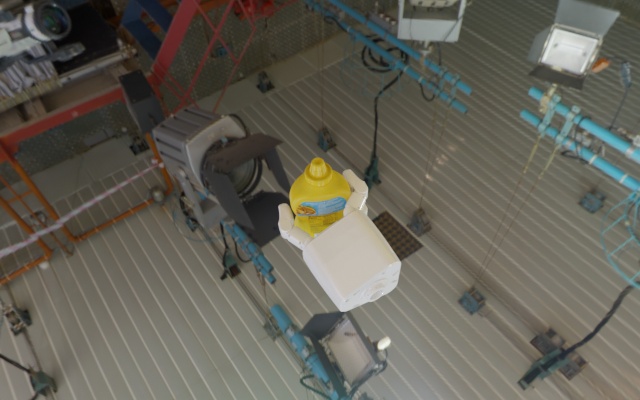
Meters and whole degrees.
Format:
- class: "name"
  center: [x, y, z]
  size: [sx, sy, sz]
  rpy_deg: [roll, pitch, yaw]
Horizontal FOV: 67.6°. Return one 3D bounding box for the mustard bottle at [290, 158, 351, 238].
- class: "mustard bottle"
  center: [0.000, 0.002, 0.764]
  size: [0.096, 0.058, 0.192]
  rpy_deg: [-8, -37, -3]
